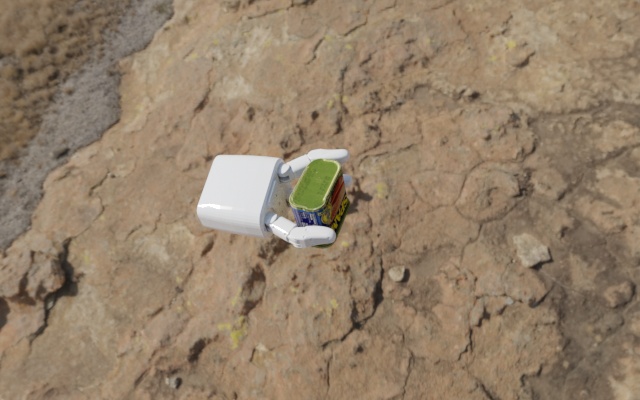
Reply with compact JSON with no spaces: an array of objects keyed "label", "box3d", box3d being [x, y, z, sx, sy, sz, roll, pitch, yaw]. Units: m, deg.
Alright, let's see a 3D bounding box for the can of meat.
[{"label":"can of meat","box3d":[0.000,0.002,0.680,0.057,0.102,0.084,10,-39,21]}]
